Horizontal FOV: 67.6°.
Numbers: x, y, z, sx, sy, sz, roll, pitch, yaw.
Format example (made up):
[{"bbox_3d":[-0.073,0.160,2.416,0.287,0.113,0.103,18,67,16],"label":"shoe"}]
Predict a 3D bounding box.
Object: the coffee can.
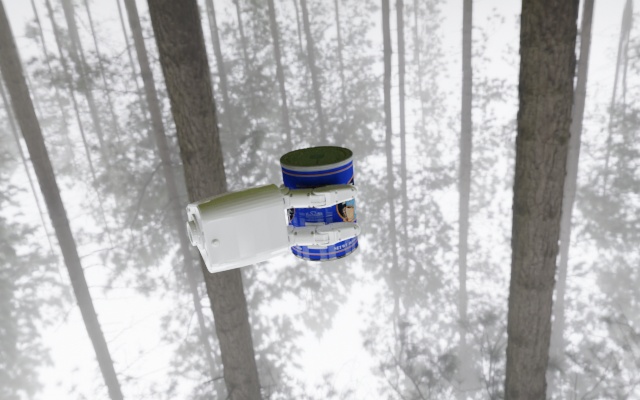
[{"bbox_3d":[0.000,0.002,0.687,0.103,0.140,0.102,-5,21,2],"label":"coffee can"}]
